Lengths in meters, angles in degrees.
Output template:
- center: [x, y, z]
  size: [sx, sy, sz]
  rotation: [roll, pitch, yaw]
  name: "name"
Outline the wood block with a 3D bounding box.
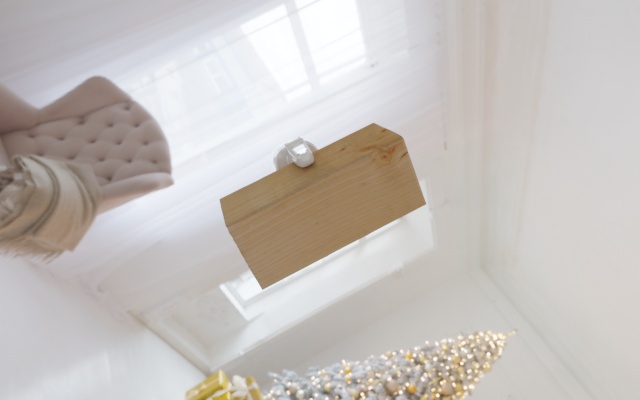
- center: [0.000, 0.001, 0.547]
  size: [0.206, 0.091, 0.090]
  rotation: [-27, 25, -5]
  name: "wood block"
